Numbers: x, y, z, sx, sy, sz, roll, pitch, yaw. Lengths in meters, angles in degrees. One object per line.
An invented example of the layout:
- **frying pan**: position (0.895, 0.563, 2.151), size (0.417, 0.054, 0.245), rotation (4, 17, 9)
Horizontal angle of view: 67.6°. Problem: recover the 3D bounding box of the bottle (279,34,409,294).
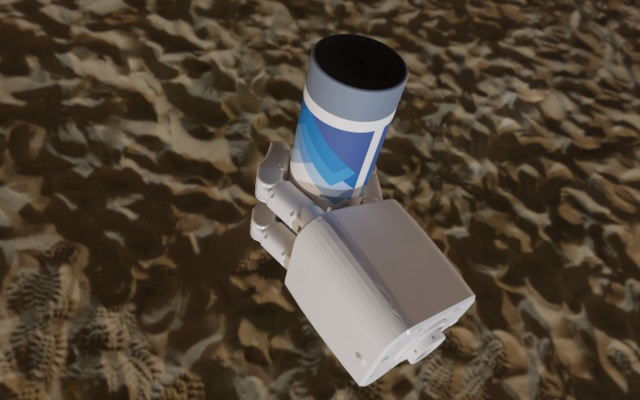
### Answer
- **bottle**: position (0.000, 0.001, 0.427), size (0.069, 0.069, 0.296), rotation (0, -40, -14)
